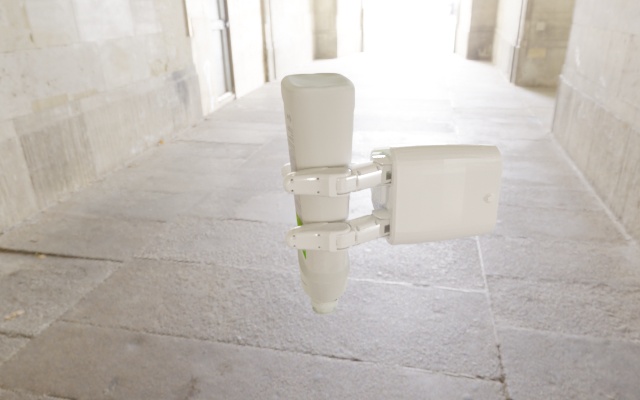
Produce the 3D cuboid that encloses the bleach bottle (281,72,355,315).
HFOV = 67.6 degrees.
[{"bbox_3d":[0.000,0.002,0.497,0.068,0.251,0.102,-4,23,-6],"label":"bleach bottle"}]
